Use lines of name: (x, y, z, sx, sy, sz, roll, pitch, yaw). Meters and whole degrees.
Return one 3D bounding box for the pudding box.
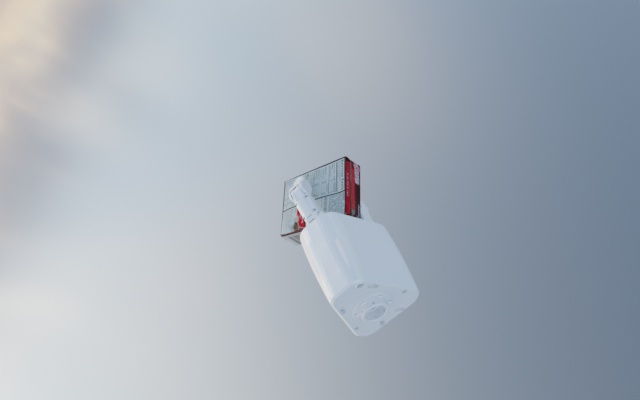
pudding box: (0.000, 0.002, 0.636, 0.113, 0.090, 0.039, -18, -35, 34)
